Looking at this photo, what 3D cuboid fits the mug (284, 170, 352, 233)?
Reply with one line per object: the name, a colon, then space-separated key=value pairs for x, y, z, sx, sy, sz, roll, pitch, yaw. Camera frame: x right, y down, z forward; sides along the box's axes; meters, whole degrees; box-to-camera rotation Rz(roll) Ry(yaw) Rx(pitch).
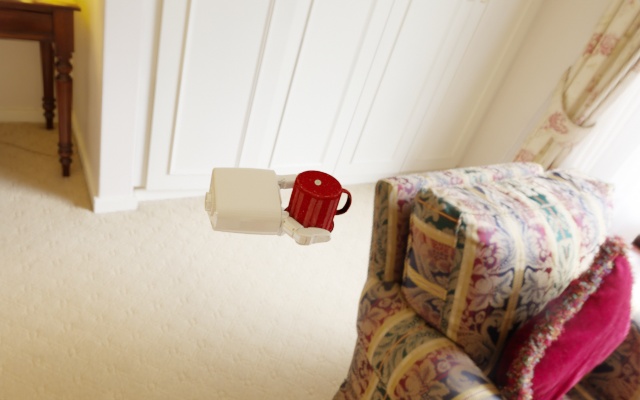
mug: x=0.002 y=0.003 z=0.809 sx=0.117 sy=0.081 sz=0.093 roll=1 pitch=37 yaw=-22
